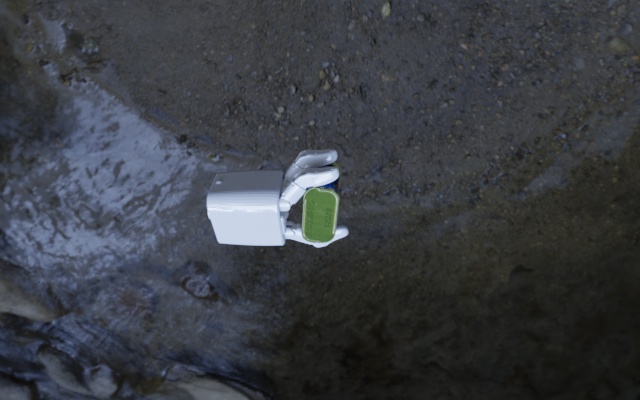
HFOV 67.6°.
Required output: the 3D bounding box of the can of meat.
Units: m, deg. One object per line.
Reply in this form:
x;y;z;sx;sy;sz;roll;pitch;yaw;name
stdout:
0.000;0.003;0.727;0.057;0.102;0.084;4;32;0;can of meat
